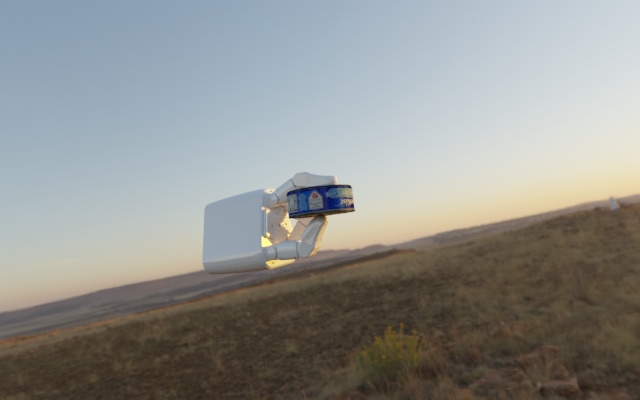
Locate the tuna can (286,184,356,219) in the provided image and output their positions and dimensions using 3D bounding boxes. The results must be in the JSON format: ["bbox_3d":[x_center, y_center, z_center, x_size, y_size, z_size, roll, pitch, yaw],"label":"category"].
[{"bbox_3d":[0.000,0.001,0.606,0.086,0.033,0.086,-6,-5,0],"label":"tuna can"}]
